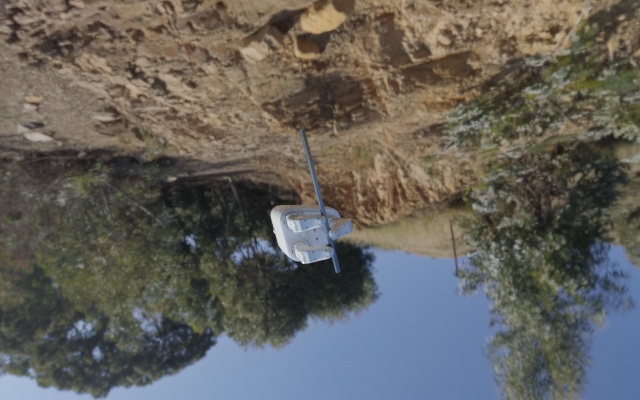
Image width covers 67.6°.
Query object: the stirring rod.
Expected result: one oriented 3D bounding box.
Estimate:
[{"bbox_3d":[0.000,0.002,0.773,0.011,0.239,0.011,-14,8,2],"label":"stirring rod"}]
